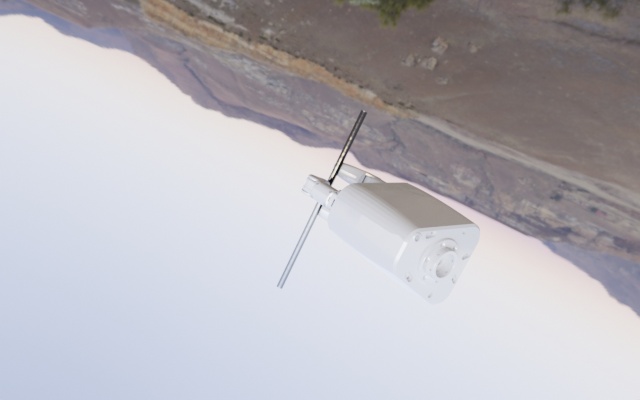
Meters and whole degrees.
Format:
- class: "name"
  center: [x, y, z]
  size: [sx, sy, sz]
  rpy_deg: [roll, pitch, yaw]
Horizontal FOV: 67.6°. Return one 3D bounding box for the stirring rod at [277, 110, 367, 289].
- class: "stirring rod"
  center: [0.000, 0.002, 0.582]
  size: [0.011, 0.239, 0.011]
  rpy_deg: [25, 9, -4]
